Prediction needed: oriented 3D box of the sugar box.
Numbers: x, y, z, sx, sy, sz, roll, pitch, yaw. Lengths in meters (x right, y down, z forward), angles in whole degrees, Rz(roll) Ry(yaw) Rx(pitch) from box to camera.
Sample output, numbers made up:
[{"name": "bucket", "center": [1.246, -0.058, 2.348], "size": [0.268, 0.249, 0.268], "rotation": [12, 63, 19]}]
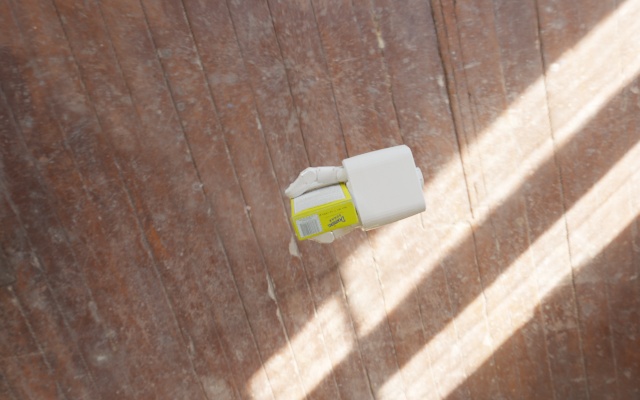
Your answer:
[{"name": "sugar box", "center": [0.000, 0.003, 0.764], "size": [0.093, 0.048, 0.176], "rotation": [-16, 15, 2]}]
